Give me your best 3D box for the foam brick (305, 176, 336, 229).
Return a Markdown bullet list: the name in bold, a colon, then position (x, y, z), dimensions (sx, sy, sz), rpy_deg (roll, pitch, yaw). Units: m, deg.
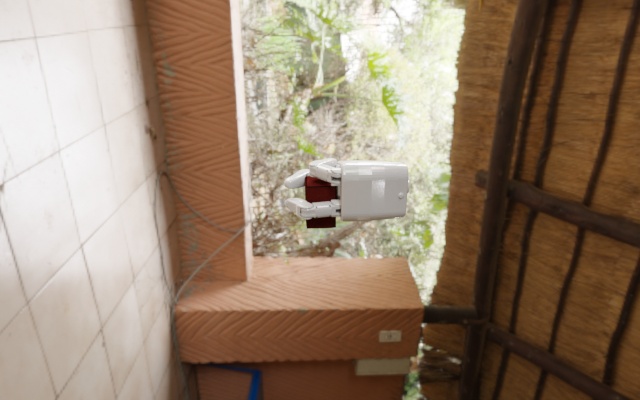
- **foam brick**: position (0.000, 0.003, 0.805), dimensions (0.051, 0.078, 0.053), rpy_deg (-1, 24, -3)
